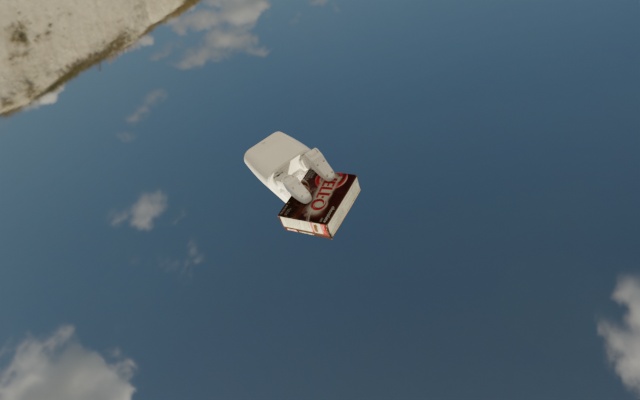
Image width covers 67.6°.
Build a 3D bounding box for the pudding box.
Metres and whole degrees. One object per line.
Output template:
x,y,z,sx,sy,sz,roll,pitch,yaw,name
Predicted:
0.000,0.003,0.751,0.090,0.113,0.039,8,-39,31,pudding box
